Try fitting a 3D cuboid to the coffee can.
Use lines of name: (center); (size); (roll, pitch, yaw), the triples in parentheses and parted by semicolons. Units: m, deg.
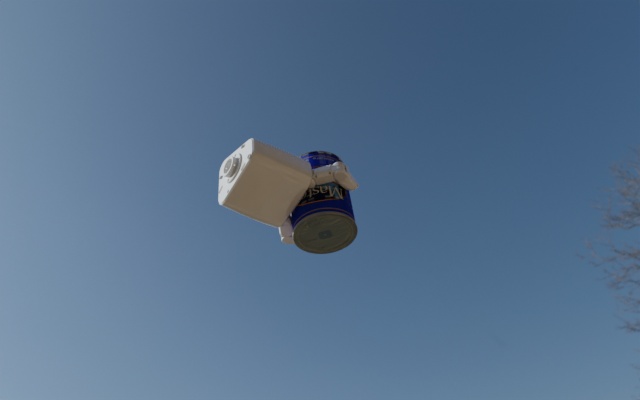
coffee can: (0.000, 0.003, 0.792); (0.103, 0.140, 0.103); (-5, -41, -4)
